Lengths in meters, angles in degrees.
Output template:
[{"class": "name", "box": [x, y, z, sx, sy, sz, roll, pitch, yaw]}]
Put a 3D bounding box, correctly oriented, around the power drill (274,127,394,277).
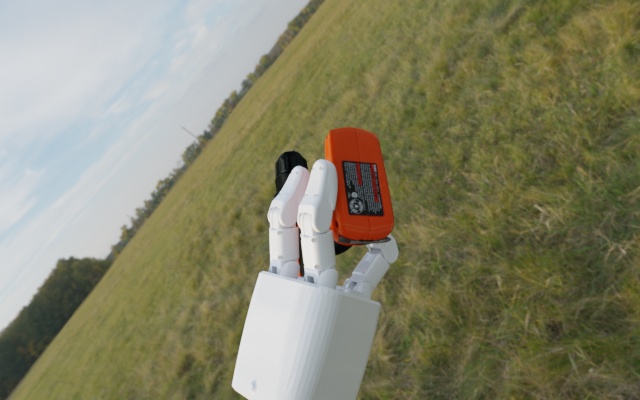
[{"class": "power drill", "box": [0.000, 0.002, 0.496, 0.057, 0.184, 0.188, 0, -21, -23]}]
